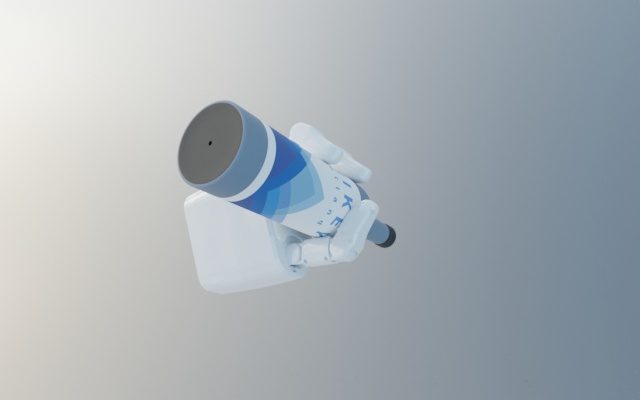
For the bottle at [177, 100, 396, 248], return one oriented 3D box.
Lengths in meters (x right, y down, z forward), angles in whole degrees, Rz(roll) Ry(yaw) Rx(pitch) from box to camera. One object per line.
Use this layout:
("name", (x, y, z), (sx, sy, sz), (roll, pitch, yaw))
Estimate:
("bottle", (0.000, 0.001, 0.452), (0.069, 0.069, 0.296), (0, -17, 34))
